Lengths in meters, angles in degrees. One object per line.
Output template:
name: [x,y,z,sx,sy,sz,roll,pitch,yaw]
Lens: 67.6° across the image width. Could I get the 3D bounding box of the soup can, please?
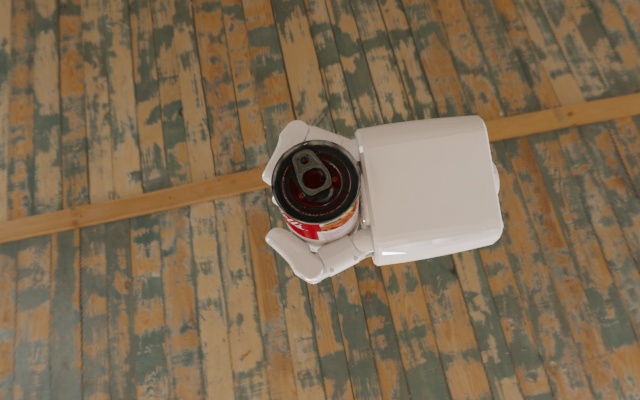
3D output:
soup can: [0.000,0.002,0.403,0.068,0.068,0.102,0,-19,4]
